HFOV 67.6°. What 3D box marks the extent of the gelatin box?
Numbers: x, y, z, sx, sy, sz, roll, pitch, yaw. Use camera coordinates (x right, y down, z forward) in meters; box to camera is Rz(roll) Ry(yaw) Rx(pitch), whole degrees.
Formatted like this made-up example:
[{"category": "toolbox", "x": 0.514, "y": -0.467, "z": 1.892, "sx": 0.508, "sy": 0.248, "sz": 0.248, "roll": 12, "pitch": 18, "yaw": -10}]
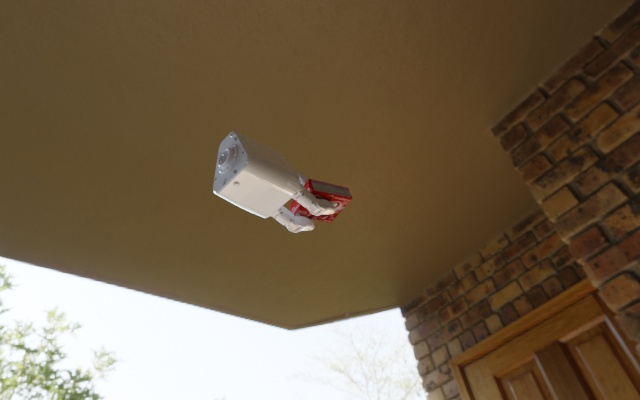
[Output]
[{"category": "gelatin box", "x": 0.000, "y": 0.003, "z": 0.856, "sx": 0.089, "sy": 0.030, "sz": 0.073, "roll": 11, "pitch": -46, "yaw": -33}]
